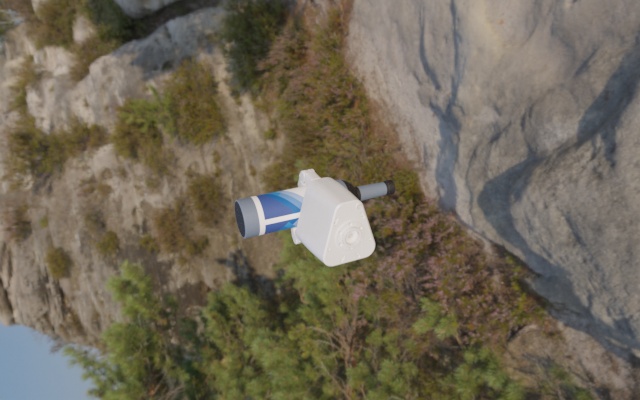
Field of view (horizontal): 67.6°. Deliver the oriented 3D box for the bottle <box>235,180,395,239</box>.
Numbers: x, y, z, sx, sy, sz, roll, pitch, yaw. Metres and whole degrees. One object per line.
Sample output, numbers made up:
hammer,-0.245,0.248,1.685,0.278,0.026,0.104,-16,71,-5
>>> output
bottle,0.000,0.003,0.848,0.295,0.069,0.069,-12,4,-21
